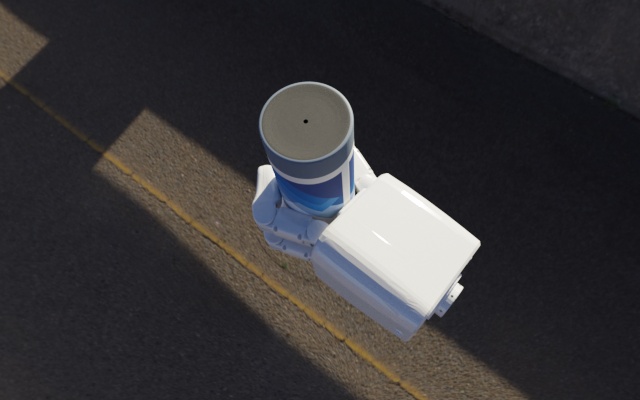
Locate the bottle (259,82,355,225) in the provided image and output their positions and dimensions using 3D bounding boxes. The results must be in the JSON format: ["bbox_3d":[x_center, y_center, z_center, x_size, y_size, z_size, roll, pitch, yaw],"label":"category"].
[{"bbox_3d":[0.000,0.001,0.465,0.069,0.069,0.296,0,-23,4],"label":"bottle"}]
